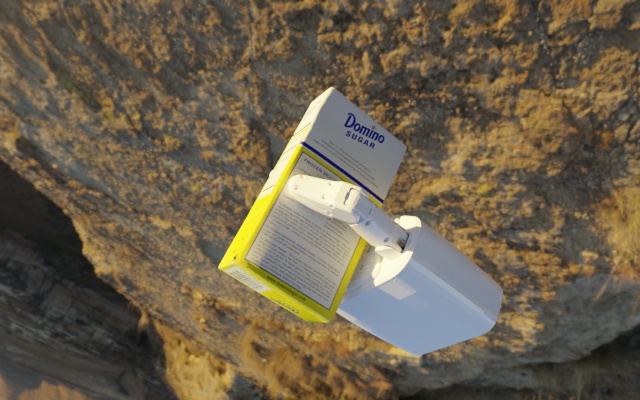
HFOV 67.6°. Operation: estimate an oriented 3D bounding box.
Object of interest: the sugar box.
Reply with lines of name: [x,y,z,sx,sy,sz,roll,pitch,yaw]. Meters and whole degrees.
sugar box: [0.000,0.002,0.401,0.093,0.176,0.048,36,-28,-18]
